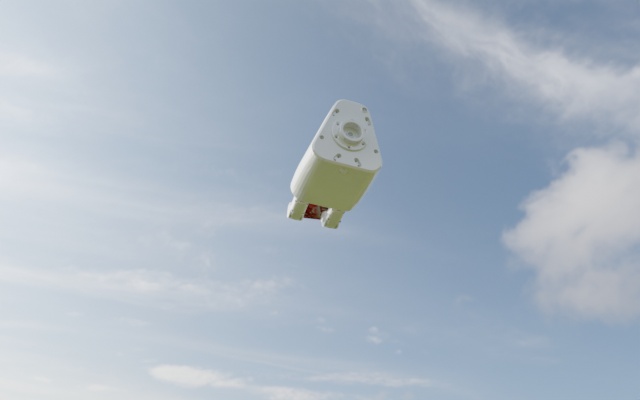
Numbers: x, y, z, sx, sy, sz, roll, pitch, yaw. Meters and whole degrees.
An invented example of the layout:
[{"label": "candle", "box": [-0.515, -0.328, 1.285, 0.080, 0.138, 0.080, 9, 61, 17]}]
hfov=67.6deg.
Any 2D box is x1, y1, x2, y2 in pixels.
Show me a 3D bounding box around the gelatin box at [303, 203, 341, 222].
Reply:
[{"label": "gelatin box", "box": [0.000, 0.002, 0.754, 0.073, 0.030, 0.089, 7, -25, 1]}]
